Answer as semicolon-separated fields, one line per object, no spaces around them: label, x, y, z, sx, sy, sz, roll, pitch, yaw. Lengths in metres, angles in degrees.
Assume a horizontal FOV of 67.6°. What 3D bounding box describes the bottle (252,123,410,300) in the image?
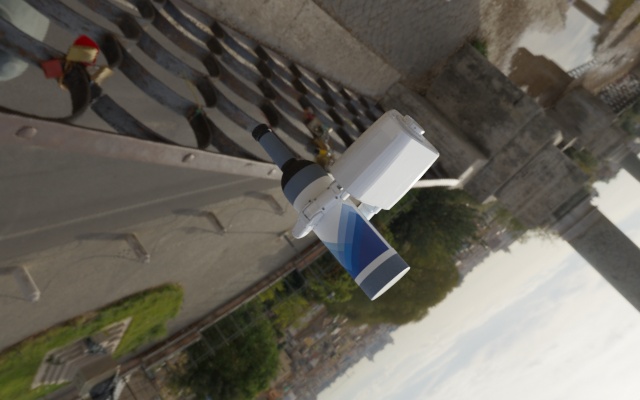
bottle;0.000;0.002;0.665;0.069;0.295;0.069;-36;-18;-13
